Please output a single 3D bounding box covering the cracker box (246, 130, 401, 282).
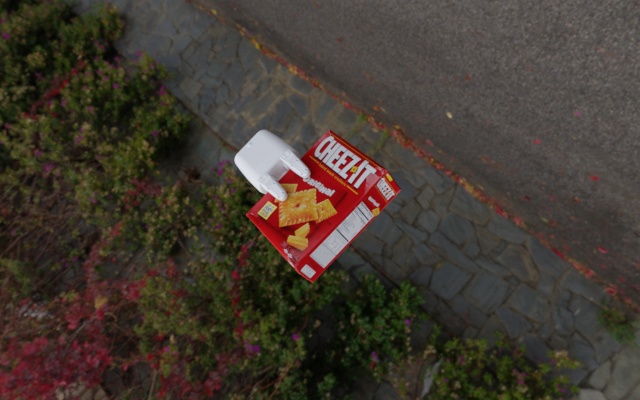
[{"bbox_3d":[0.000,0.003,0.806,0.164,0.213,0.072,42,-3,41],"label":"cracker box"}]
